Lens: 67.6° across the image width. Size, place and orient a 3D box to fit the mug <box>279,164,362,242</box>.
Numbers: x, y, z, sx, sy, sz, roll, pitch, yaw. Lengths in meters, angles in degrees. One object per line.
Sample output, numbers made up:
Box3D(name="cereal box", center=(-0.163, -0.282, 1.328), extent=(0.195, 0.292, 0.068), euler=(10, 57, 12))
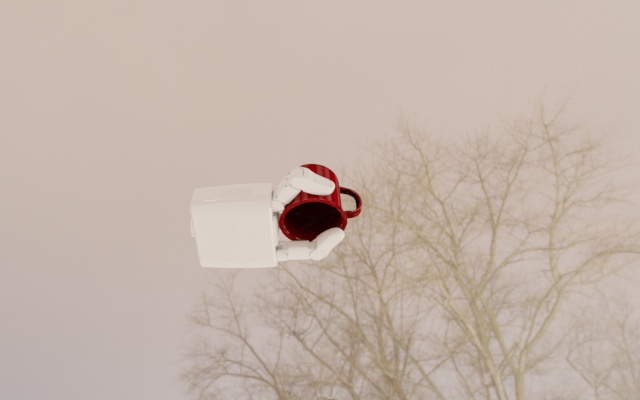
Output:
Box3D(name="mug", center=(0.002, 0.002, 0.673), extent=(0.117, 0.081, 0.093), euler=(-2, -45, -2))
